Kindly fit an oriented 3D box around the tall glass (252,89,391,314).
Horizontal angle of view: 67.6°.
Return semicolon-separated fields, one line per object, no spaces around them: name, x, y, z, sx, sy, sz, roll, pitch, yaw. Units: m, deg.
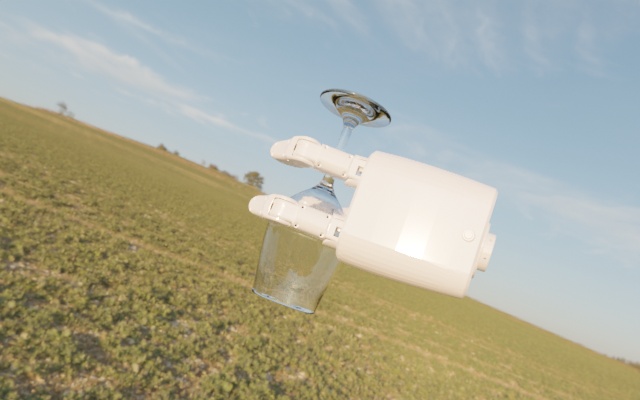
tall glass;0.000;0.001;0.452;0.079;0.201;0.079;20;-9;3
